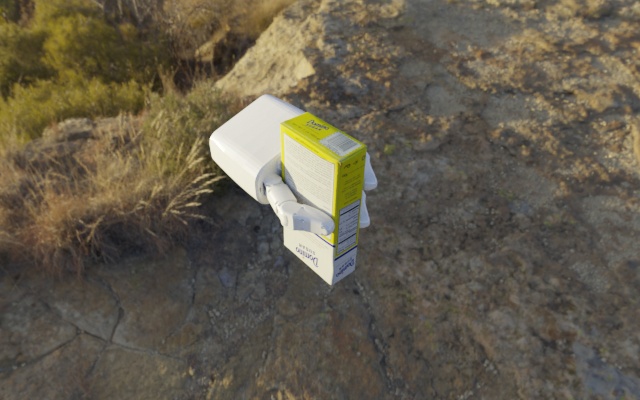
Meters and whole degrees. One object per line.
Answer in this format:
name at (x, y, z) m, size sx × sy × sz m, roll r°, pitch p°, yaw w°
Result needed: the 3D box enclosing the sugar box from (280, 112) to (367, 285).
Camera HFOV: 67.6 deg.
sugar box at (0.000, 0.001, 0.532) m, size 0.048 × 0.176 × 0.093 m, roll -30°, pitch 49°, yaw -30°
